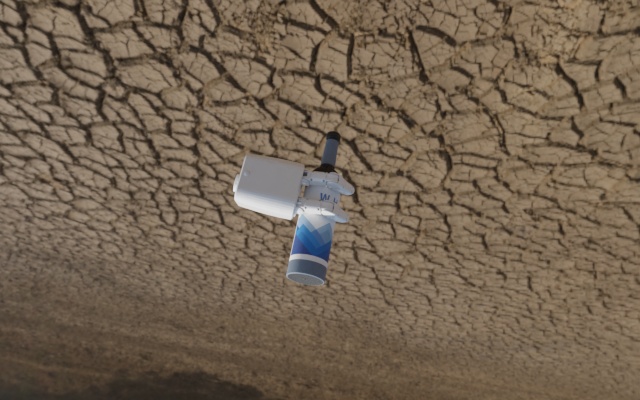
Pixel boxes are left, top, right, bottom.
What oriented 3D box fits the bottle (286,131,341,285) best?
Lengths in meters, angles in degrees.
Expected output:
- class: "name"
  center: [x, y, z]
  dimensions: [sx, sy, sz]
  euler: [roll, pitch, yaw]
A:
- class: "bottle"
  center: [0.000, 0.003, 0.870]
  dimensions: [0.069, 0.295, 0.069]
  euler: [9, -25, 4]
